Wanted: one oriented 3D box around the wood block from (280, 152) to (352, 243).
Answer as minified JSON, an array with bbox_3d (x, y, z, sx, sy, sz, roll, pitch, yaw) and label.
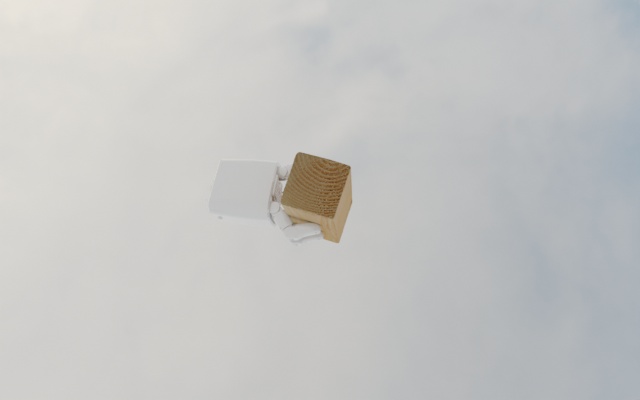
[{"bbox_3d":[0.000,0.002,0.824,0.090,0.090,0.206,16,-13,8],"label":"wood block"}]
